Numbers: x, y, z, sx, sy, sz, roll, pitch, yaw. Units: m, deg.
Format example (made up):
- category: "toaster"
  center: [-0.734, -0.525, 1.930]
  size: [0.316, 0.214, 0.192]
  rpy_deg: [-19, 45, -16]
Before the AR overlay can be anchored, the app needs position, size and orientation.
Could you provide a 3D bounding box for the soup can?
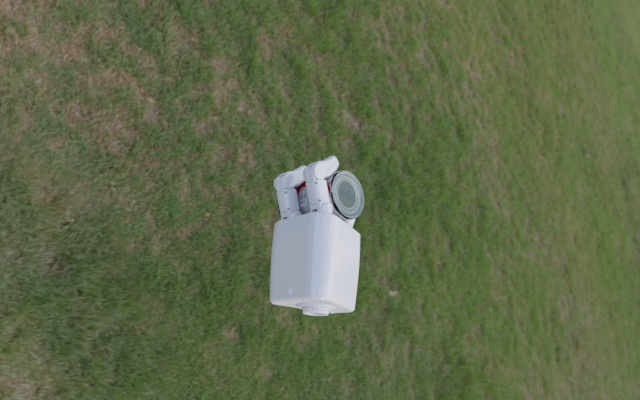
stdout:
- category: "soup can"
  center: [0.000, 0.002, 0.655]
  size: [0.102, 0.068, 0.068]
  rpy_deg: [-15, -10, 41]
